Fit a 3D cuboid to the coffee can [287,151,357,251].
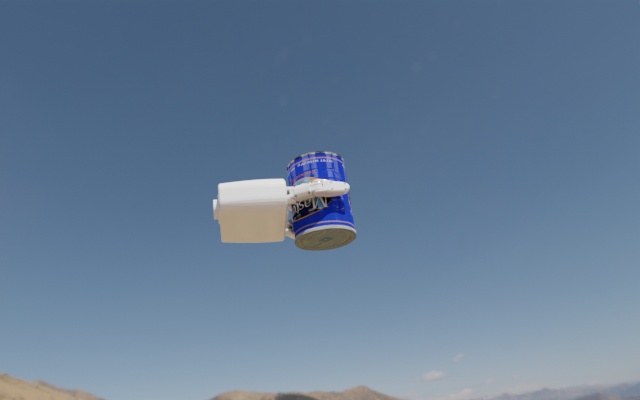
[{"bbox_3d":[0.000,0.003,0.812,0.103,0.140,0.103,-7,-24,-3],"label":"coffee can"}]
